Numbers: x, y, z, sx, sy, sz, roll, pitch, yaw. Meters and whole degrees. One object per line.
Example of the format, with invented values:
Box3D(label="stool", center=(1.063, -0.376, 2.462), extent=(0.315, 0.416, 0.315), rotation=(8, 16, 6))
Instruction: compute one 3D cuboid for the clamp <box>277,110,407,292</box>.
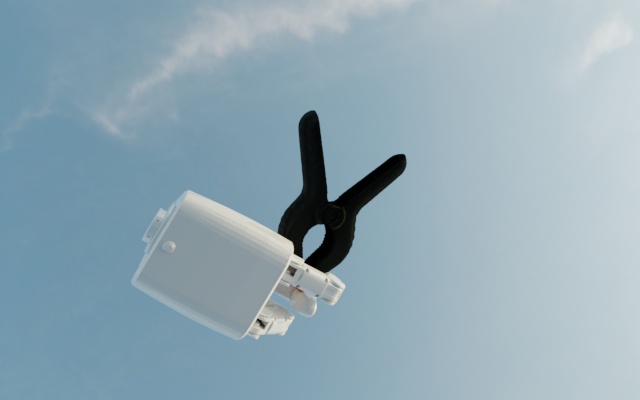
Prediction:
Box3D(label="clamp", center=(0.000, 0.002, 0.467), extent=(0.120, 0.171, 0.039), rotation=(31, -2, -18))
